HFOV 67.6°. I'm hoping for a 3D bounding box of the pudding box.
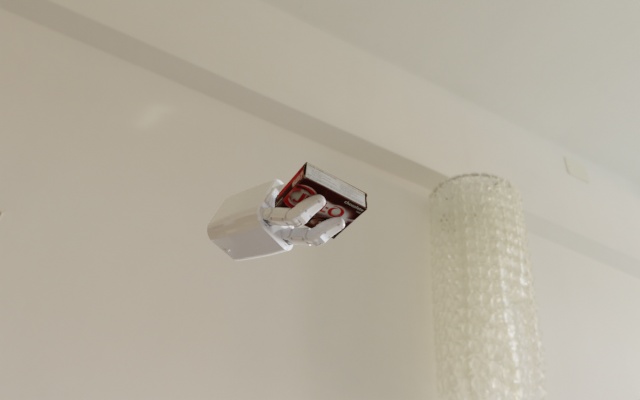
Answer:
[{"bbox_3d":[0.000,0.002,0.717,0.113,0.039,0.090,24,-45,-22],"label":"pudding box"}]
